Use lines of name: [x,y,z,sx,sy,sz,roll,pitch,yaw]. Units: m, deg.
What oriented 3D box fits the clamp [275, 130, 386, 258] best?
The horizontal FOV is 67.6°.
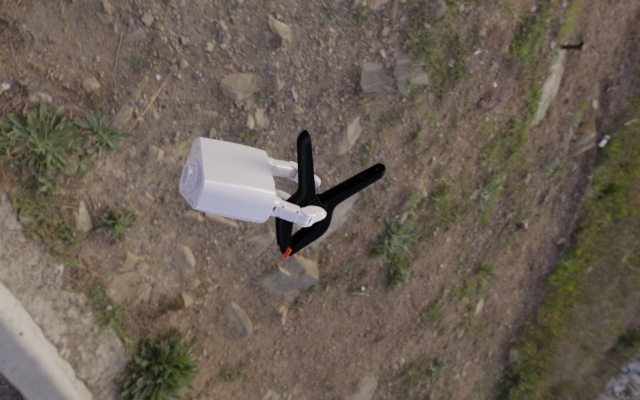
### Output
clamp: [0.000,0.003,0.745,0.164,0.210,0.036,12,27,-31]
